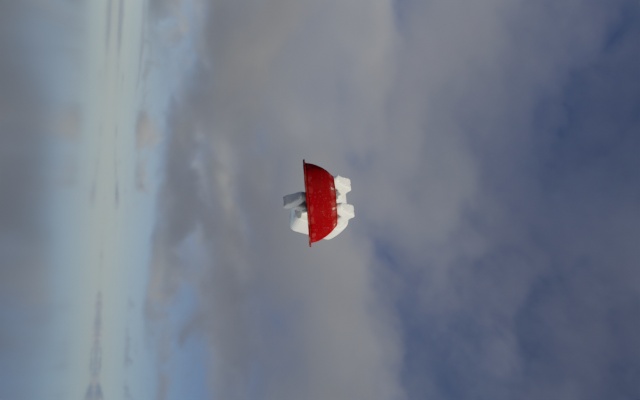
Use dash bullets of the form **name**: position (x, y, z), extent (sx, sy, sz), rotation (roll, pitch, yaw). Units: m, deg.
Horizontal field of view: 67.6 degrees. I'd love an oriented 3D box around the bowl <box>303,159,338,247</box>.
- **bowl**: position (0.001, 0.003, 0.875), extent (0.055, 0.162, 0.162), rotation (-4, 0, -1)
